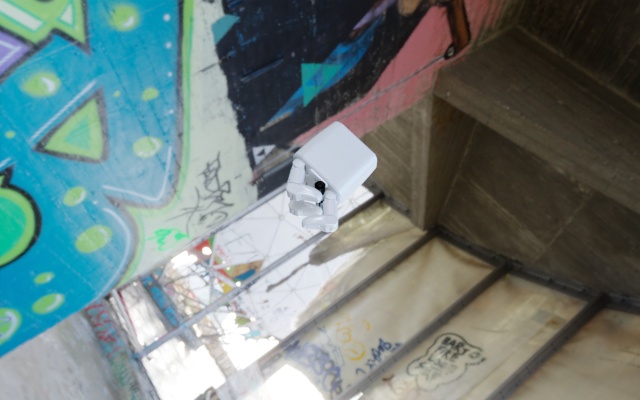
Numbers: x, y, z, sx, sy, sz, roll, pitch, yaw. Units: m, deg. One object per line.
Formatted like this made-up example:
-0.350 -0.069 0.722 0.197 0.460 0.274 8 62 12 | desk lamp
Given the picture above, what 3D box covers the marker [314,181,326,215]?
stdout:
0.000 0.003 0.832 0.020 0.020 0.121 0 -31 1 | marker
